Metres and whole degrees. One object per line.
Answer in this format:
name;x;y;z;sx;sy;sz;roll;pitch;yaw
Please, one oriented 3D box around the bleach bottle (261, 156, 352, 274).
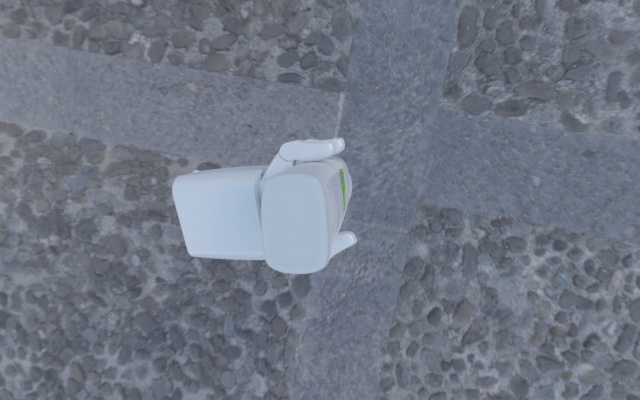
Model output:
bleach bottle;0.000;0.002;0.570;0.068;0.102;0.251;0;9;12
